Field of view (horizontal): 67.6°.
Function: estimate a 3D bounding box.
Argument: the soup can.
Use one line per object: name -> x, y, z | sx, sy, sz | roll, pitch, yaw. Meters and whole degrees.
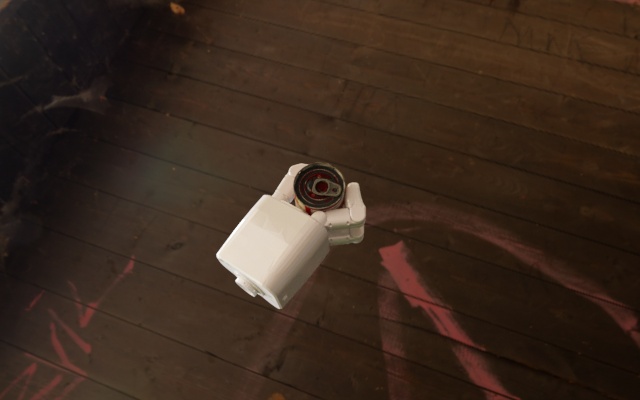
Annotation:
soup can -> 0.000, 0.002, 0.659 | 0.068, 0.068, 0.102 | 0, -26, 2
